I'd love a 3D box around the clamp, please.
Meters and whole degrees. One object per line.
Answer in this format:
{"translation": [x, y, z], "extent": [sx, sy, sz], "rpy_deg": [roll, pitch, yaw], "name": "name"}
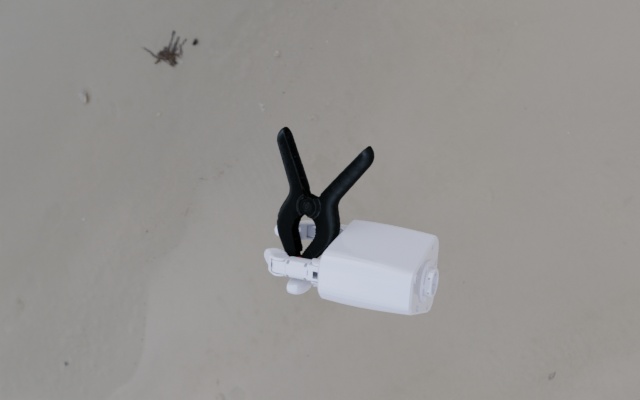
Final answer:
{"translation": [0.000, 0.002, 0.564], "extent": [0.120, 0.171, 0.039], "rpy_deg": [8, 11, 27], "name": "clamp"}
